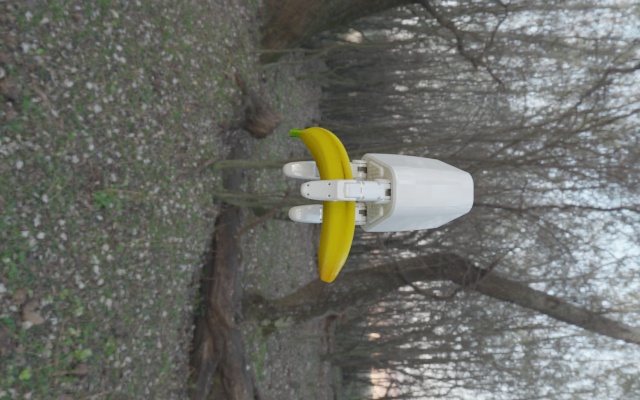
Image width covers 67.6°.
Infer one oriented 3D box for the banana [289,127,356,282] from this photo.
[{"bbox_3d":[0.011,-0.008,0.553,0.037,0.197,0.070,6,-26,-38],"label":"banana"}]
